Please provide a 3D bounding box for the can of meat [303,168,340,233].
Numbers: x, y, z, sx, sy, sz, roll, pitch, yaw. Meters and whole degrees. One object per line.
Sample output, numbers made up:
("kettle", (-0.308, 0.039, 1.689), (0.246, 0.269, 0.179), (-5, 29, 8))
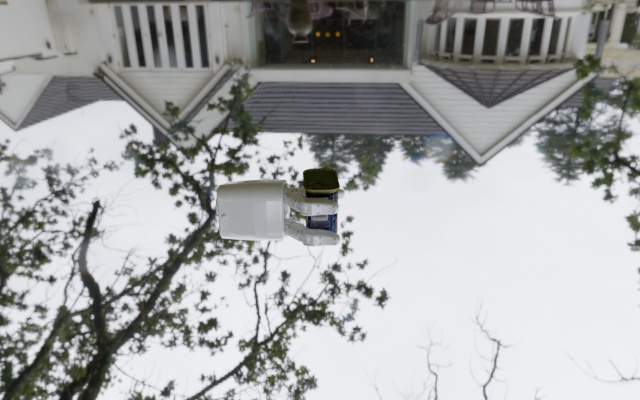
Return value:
("can of meat", (0.000, 0.003, 0.787), (0.057, 0.084, 0.102), (-1, 23, -3))
